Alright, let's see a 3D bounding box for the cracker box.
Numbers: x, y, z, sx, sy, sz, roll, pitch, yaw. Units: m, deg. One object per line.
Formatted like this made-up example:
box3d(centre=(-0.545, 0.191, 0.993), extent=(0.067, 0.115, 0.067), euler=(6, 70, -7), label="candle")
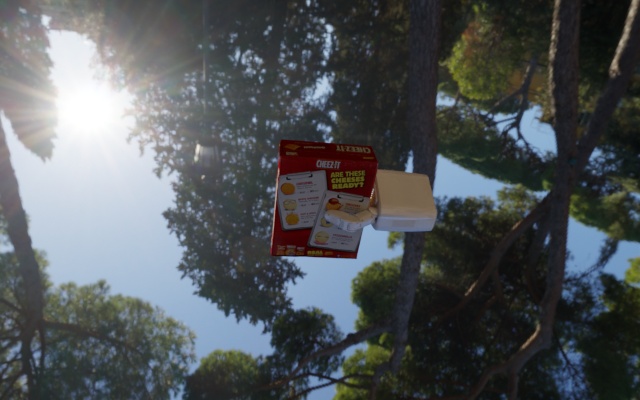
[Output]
box3d(centre=(0.000, 0.003, 0.853), extent=(0.164, 0.214, 0.072), euler=(3, 34, -8), label="cracker box")
